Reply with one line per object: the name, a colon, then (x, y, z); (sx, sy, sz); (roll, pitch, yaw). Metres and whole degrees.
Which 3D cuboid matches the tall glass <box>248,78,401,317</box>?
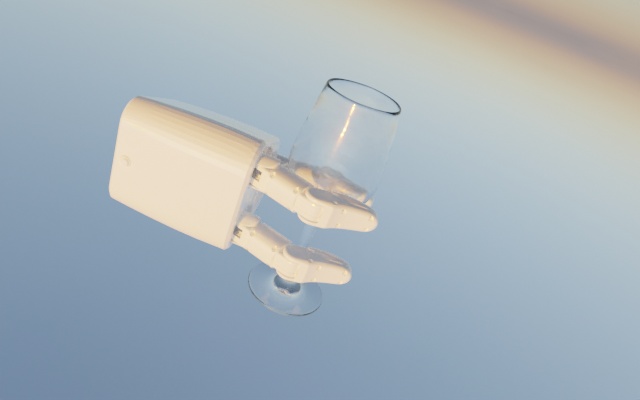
tall glass: (0.000, 0.002, 0.409); (0.079, 0.201, 0.079); (18, 28, -10)
